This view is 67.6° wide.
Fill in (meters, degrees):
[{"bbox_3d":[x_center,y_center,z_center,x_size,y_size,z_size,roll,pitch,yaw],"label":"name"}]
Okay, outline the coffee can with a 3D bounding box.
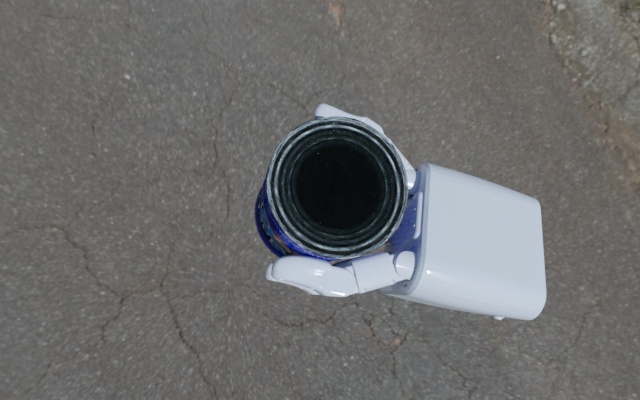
[{"bbox_3d":[0.000,0.001,0.401,0.103,0.103,0.140,0,-9,-11],"label":"coffee can"}]
